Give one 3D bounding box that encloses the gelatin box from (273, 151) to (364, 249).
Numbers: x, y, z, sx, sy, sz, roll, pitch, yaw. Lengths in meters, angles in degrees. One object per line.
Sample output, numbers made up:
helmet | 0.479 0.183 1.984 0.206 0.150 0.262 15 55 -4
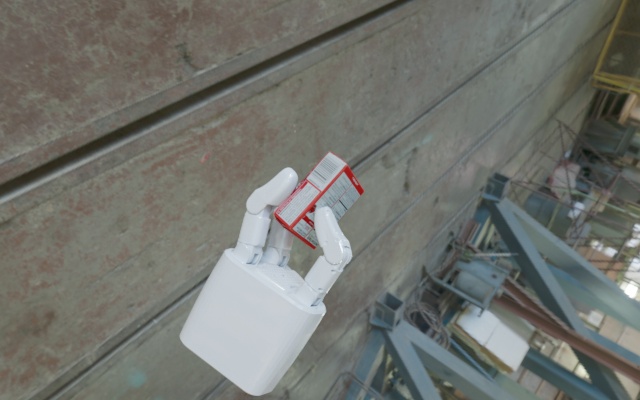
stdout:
gelatin box | 0.001 0.002 0.502 0.030 0.089 0.073 40 -3 28
